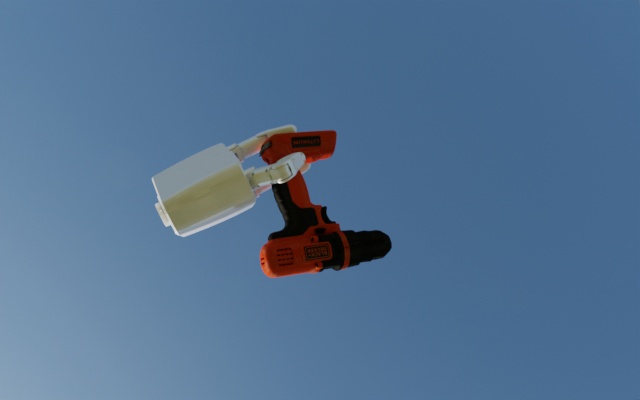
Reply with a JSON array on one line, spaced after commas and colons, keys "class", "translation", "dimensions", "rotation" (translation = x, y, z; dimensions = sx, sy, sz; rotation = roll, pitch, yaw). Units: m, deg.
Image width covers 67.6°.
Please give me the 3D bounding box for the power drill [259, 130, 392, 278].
[{"class": "power drill", "translation": [0.000, 0.002, 0.641], "dimensions": [0.184, 0.187, 0.057], "rotation": [-6, -12, -24]}]
